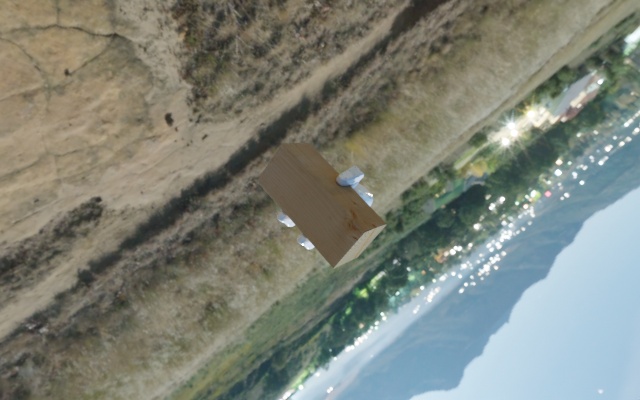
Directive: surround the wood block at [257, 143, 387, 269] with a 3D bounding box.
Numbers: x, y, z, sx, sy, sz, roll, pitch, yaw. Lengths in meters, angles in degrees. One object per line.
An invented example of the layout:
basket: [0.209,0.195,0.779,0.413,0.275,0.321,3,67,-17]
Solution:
wood block: [0.001,0.003,0.819,0.206,0.091,0.090,47,27,18]
